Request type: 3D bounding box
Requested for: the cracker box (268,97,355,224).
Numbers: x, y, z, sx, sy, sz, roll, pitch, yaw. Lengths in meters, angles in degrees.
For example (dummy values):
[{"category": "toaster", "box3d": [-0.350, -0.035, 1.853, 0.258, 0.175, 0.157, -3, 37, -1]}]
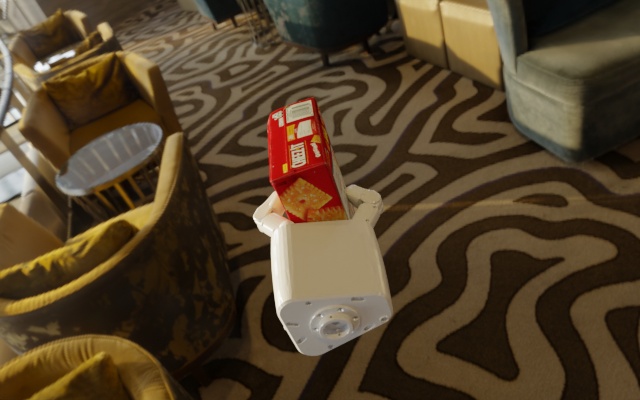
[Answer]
[{"category": "cracker box", "box3d": [0.000, 0.002, 0.614, 0.072, 0.214, 0.164, -17, 37, 6]}]
